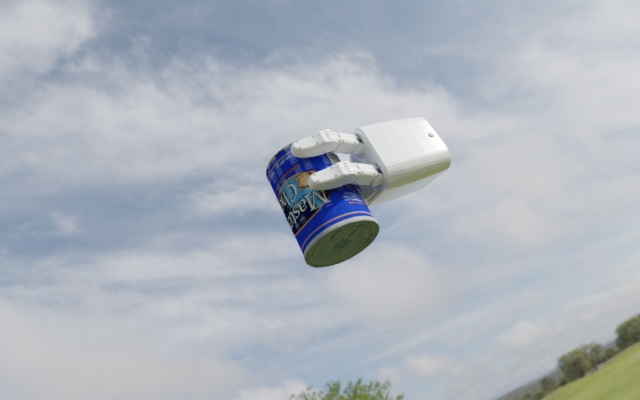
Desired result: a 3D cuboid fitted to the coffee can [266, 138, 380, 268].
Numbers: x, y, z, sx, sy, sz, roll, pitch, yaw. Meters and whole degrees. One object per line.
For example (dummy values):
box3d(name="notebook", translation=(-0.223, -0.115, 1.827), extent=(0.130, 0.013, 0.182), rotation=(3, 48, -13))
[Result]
box3d(name="coffee can", translation=(0.000, 0.002, 0.628), extent=(0.103, 0.140, 0.103), rotation=(-21, -30, -13))
